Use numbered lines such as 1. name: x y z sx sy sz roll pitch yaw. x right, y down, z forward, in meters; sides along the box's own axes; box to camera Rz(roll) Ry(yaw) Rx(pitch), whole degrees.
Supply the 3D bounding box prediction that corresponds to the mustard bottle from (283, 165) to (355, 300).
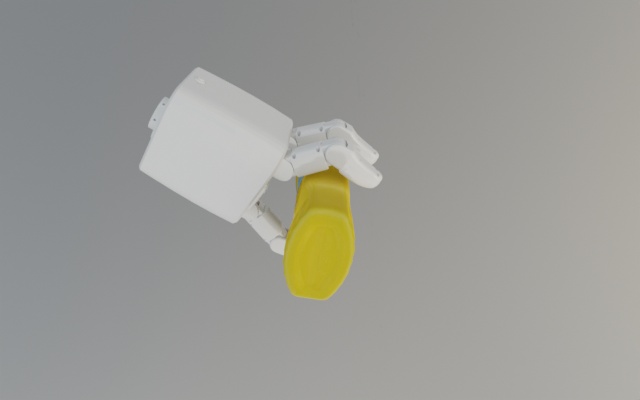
1. mustard bottle: 0.000 0.002 0.472 0.058 0.096 0.191 8 30 -3
